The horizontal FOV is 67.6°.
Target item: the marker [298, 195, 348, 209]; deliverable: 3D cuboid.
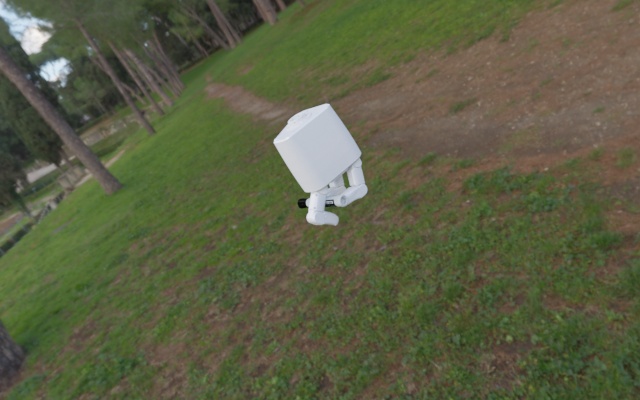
[{"bbox_3d":[0.000,0.003,0.833,0.020,0.020,0.121,0,-3,-40],"label":"marker"}]
